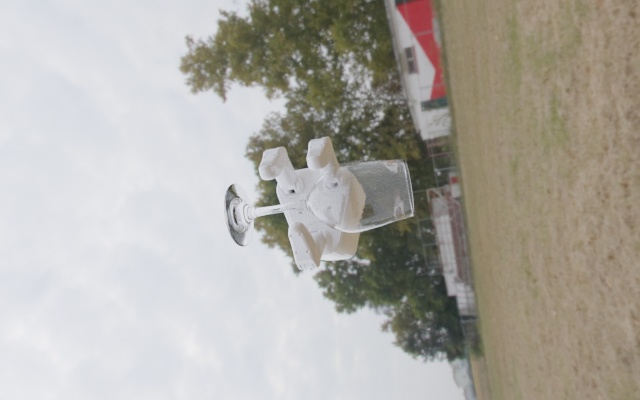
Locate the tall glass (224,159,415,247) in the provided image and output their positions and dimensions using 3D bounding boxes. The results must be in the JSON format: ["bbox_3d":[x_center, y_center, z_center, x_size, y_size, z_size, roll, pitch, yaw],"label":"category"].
[{"bbox_3d":[-0.001,0.002,0.531,0.201,0.079,0.079,-9,-2,15],"label":"tall glass"}]
